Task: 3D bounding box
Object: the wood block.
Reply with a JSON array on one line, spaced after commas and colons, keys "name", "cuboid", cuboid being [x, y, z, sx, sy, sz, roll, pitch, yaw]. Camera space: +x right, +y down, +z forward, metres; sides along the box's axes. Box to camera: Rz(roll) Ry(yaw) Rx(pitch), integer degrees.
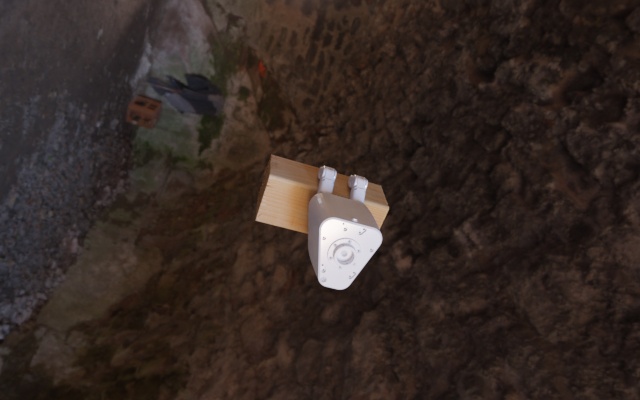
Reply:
[{"name": "wood block", "cuboid": [0.000, 0.003, 0.827, 0.206, 0.091, 0.090, 15, 26, -12]}]
